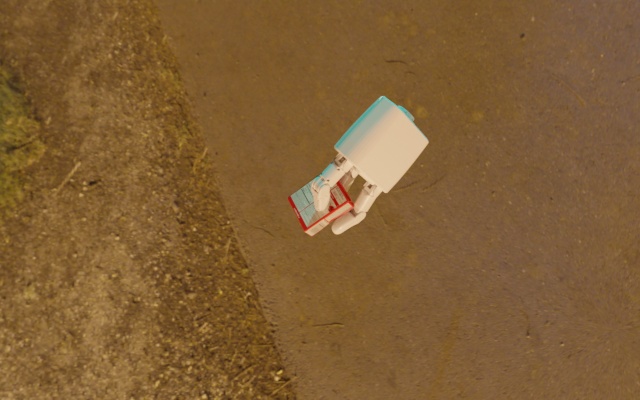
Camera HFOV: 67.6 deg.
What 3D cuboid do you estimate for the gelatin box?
[{"bbox_3d":[0.000,0.003,0.769,0.089,0.073,0.030,-35,-31,9],"label":"gelatin box"}]
